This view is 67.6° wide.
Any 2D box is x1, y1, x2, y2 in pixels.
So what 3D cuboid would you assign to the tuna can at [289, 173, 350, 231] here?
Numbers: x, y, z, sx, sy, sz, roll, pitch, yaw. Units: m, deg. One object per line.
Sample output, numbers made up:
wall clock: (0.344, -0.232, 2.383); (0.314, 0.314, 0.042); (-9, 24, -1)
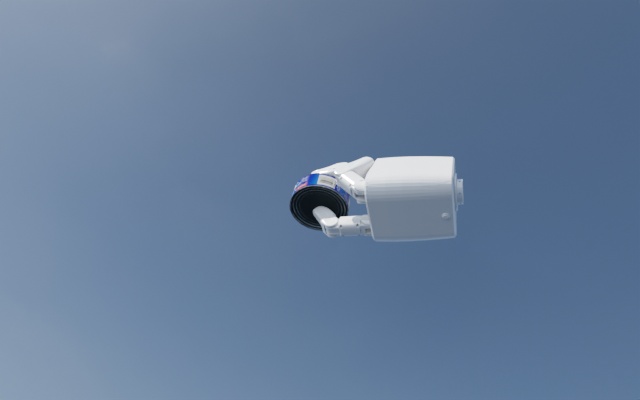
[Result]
tuna can: (0.000, 0.002, 0.694); (0.086, 0.086, 0.033); (0, 40, 12)
